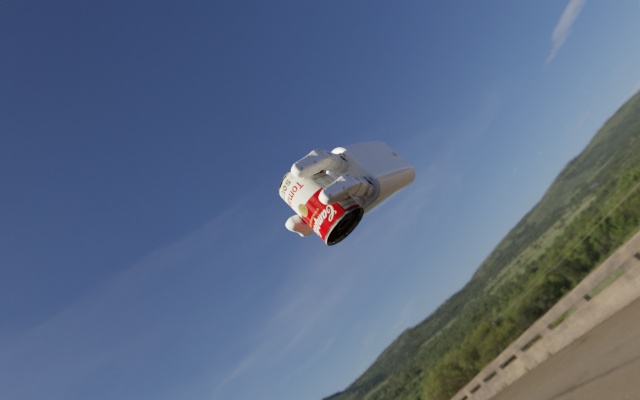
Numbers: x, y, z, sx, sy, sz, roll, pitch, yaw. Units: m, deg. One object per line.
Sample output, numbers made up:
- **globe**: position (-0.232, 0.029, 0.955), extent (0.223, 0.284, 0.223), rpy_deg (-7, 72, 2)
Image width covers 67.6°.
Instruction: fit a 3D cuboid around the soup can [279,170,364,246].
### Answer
- **soup can**: position (0.000, 0.002, 0.647), extent (0.102, 0.068, 0.068), rpy_deg (45, 21, 23)
